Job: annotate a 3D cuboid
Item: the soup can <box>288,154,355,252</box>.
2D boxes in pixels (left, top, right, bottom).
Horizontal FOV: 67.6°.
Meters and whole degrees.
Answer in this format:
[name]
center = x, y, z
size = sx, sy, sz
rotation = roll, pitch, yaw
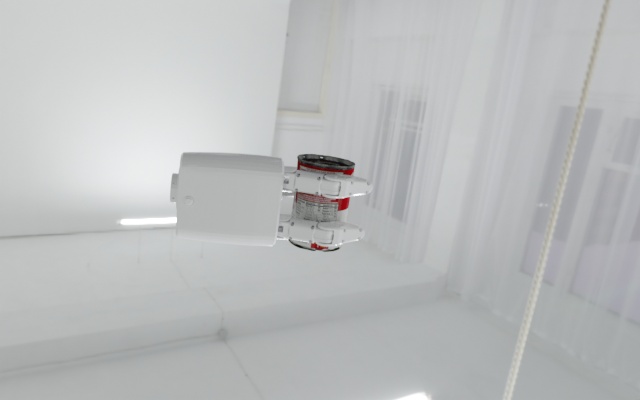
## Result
[soup can]
center = 0.001, 0.002, 0.562
size = 0.068, 0.102, 0.068
rotation = 7, 14, -2
